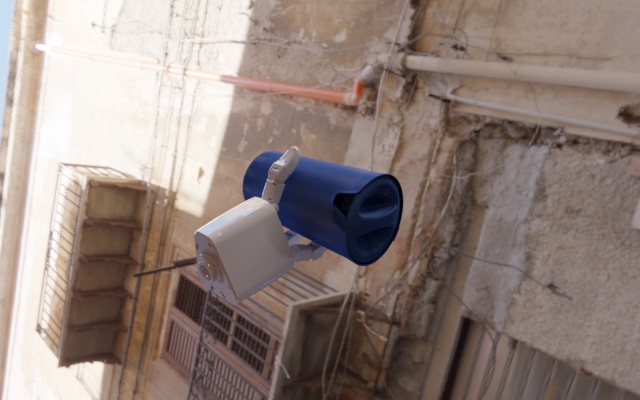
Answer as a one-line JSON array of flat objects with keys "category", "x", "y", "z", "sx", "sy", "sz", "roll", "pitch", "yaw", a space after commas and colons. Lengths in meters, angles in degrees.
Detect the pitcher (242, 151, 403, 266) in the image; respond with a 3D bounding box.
[{"category": "pitcher", "x": 0.000, "y": 0.002, "z": 0.739, "sx": 0.243, "sy": 0.149, "sz": 0.145, "roll": 20, "pitch": 41, "yaw": 39}]
